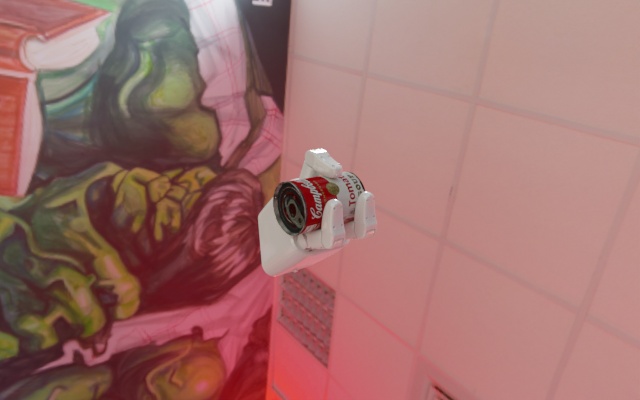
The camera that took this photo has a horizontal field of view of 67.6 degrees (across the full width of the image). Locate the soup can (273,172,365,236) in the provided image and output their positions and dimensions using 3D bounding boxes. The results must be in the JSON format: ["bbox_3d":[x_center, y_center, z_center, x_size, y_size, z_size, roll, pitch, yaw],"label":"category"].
[{"bbox_3d":[0.001,0.002,0.612,0.102,0.068,0.068,-12,7,-37],"label":"soup can"}]
